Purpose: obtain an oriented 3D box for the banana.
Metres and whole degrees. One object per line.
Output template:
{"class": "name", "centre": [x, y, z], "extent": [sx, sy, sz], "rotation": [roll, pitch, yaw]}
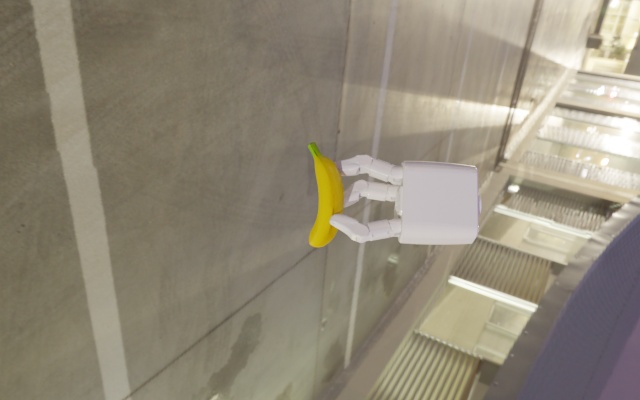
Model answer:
{"class": "banana", "centre": [0.008, 0.010, 0.722], "extent": [0.037, 0.198, 0.069], "rotation": [-13, 40, -20]}
